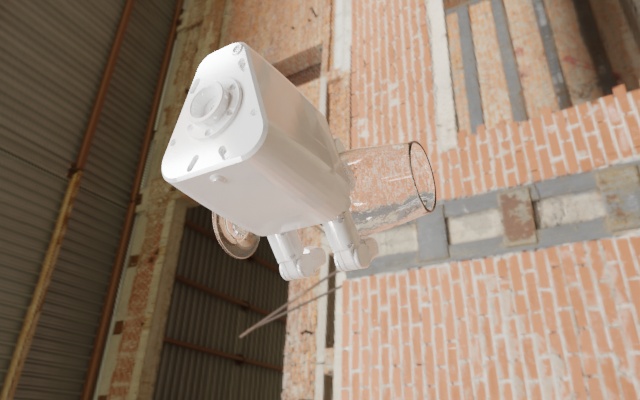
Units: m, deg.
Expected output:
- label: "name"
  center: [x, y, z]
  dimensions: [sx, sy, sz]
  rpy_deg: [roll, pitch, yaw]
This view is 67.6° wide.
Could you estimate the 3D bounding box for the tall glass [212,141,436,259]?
- label: "tall glass"
  center: [0.000, 0.002, 0.441]
  dimensions: [0.201, 0.079, 0.079]
  rpy_deg: [-14, -7, 27]
